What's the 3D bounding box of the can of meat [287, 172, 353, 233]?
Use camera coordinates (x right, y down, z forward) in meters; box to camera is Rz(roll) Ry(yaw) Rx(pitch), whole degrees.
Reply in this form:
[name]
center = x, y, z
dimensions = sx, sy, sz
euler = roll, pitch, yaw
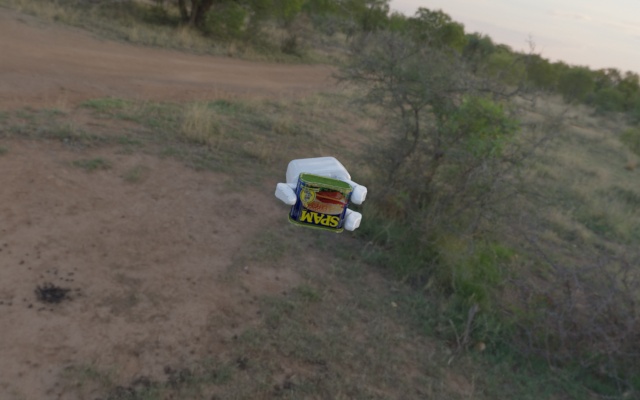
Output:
[can of meat]
center = 0.000, 0.002, 0.851
dimensions = 0.102, 0.084, 0.057
euler = 11, 19, -11
